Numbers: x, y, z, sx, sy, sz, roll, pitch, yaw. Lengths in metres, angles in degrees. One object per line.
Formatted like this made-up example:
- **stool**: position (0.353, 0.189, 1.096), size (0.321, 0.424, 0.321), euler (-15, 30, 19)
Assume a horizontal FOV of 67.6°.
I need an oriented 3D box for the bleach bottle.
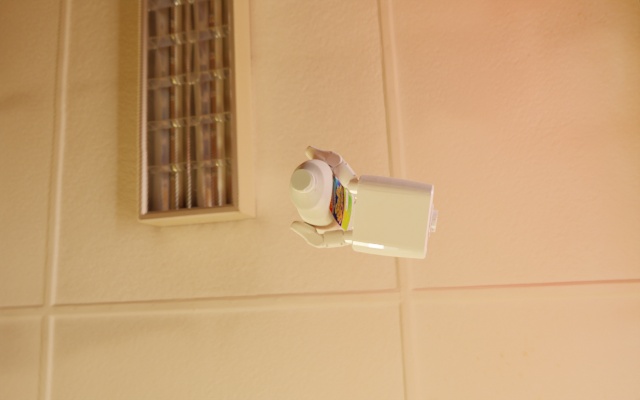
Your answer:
- **bleach bottle**: position (0.000, 0.002, 0.735), size (0.068, 0.102, 0.251), euler (7, -8, 14)
